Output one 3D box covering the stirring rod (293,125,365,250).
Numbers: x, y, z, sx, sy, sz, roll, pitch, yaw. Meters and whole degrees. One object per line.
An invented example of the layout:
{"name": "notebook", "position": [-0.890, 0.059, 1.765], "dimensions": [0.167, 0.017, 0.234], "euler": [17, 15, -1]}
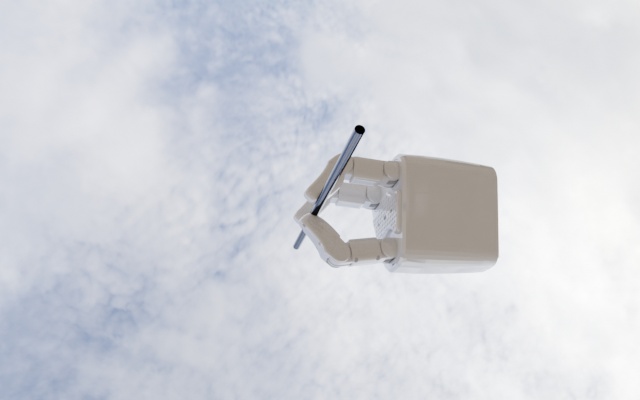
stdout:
{"name": "stirring rod", "position": [0.000, 0.001, 0.437], "dimensions": [0.011, 0.011, 0.240], "euler": [0, -25, -15]}
